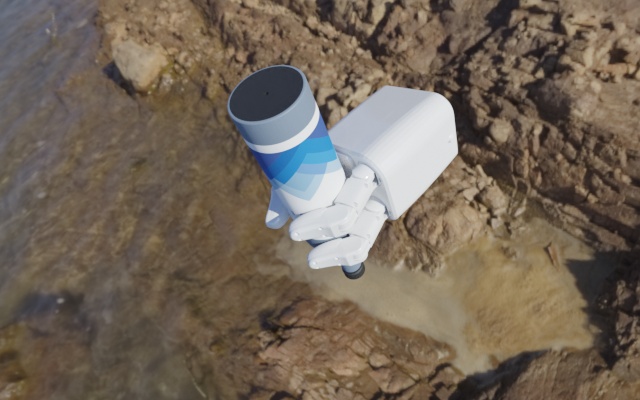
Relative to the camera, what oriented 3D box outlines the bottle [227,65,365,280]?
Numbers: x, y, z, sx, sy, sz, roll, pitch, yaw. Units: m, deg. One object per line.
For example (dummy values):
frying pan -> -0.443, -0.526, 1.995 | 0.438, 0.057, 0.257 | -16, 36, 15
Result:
bottle -> 0.000, 0.001, 0.483 | 0.069, 0.069, 0.296 | 0, -35, 21
